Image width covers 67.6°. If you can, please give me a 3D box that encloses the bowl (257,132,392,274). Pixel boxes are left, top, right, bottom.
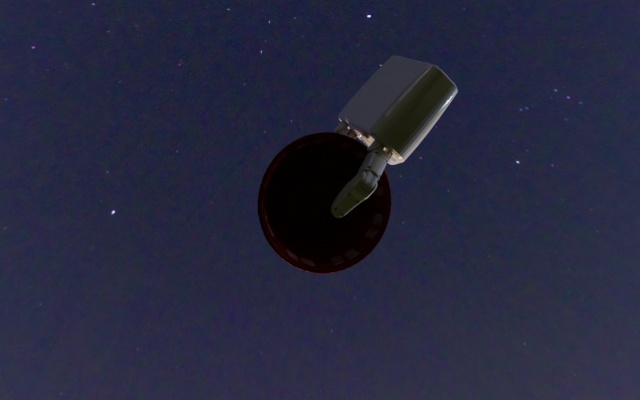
[{"bbox_3d":[-0.001,0.003,0.566,0.162,0.162,0.055,0,4,-20],"label":"bowl"}]
